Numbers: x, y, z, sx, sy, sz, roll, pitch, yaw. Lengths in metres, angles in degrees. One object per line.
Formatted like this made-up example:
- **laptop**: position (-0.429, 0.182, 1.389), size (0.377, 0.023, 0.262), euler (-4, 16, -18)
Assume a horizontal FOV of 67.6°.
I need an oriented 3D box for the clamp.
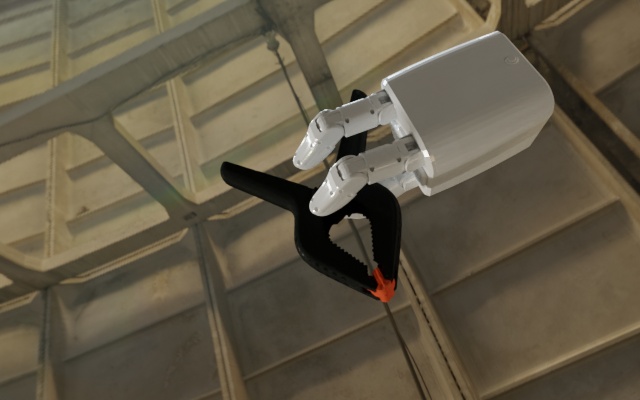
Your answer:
- **clamp**: position (0.001, 0.002, 0.427), size (0.164, 0.209, 0.036), euler (-24, -35, 4)
